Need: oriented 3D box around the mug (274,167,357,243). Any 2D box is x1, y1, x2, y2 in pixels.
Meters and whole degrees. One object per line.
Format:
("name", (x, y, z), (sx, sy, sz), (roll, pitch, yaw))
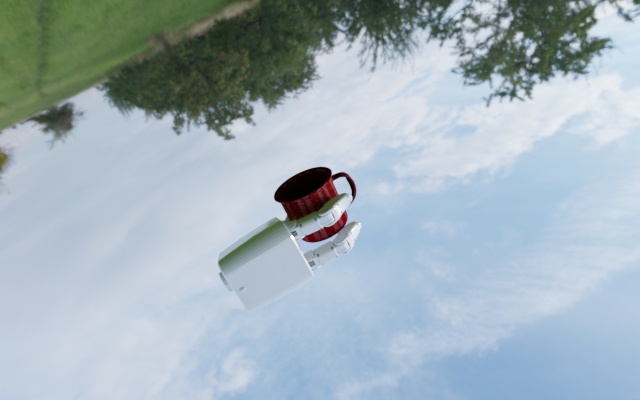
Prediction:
("mug", (0.001, 0.002, 0.710), (0.117, 0.081, 0.093), (-30, 25, -7))
